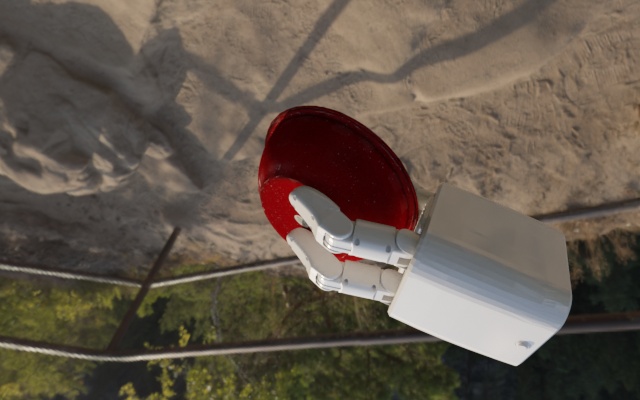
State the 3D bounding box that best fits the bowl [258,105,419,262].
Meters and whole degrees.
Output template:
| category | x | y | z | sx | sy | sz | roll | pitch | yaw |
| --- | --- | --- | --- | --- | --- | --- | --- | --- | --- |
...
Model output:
| category | x | y | z | sx | sy | sz | roll | pitch | yaw |
| --- | --- | --- | --- | --- | --- | --- | --- | --- | --- |
| bowl | -0.001 | 0.001 | 0.416 | 0.162 | 0.162 | 0.055 | 0 | 37 | 44 |
